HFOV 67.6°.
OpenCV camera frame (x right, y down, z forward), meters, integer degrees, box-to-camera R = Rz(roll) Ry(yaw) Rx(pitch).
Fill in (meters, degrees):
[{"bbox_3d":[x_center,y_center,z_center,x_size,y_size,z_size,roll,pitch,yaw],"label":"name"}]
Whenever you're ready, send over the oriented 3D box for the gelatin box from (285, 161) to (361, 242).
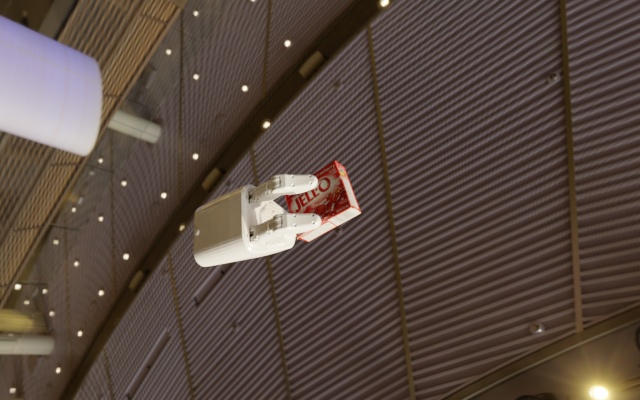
[{"bbox_3d":[0.001,0.002,0.626,0.089,0.073,0.030,-30,-31,22],"label":"gelatin box"}]
